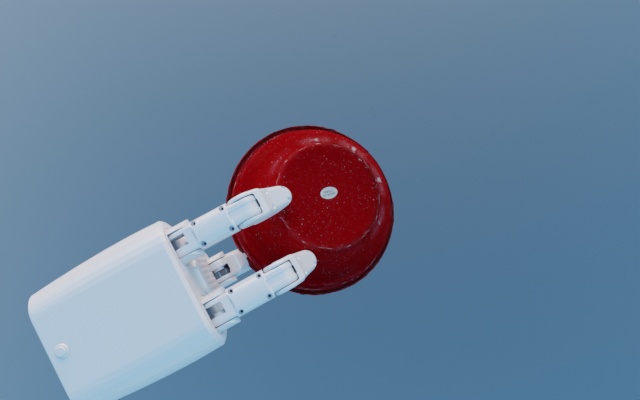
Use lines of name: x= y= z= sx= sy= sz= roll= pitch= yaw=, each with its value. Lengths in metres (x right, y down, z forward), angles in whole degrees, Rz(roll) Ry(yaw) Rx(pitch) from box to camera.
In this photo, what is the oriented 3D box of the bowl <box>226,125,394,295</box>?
bowl: x=0.001 y=0.000 z=0.424 sx=0.162 sy=0.162 sz=0.055 roll=0 pitch=-12 yaw=-15
